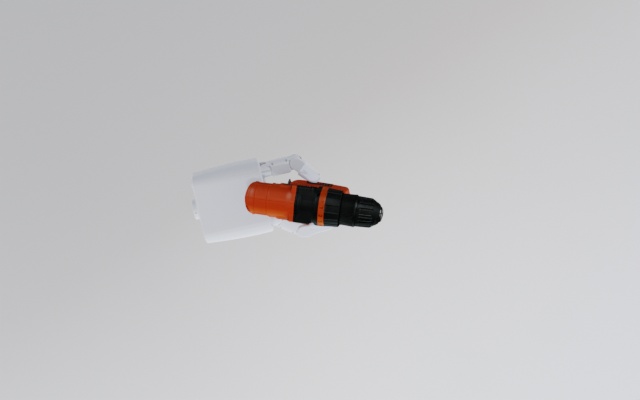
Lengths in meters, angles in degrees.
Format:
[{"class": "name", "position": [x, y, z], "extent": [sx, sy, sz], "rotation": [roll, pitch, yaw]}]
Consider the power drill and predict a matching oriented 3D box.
[{"class": "power drill", "position": [0.000, 0.002, 0.699], "extent": [0.184, 0.057, 0.187], "rotation": [9, 2, 7]}]
